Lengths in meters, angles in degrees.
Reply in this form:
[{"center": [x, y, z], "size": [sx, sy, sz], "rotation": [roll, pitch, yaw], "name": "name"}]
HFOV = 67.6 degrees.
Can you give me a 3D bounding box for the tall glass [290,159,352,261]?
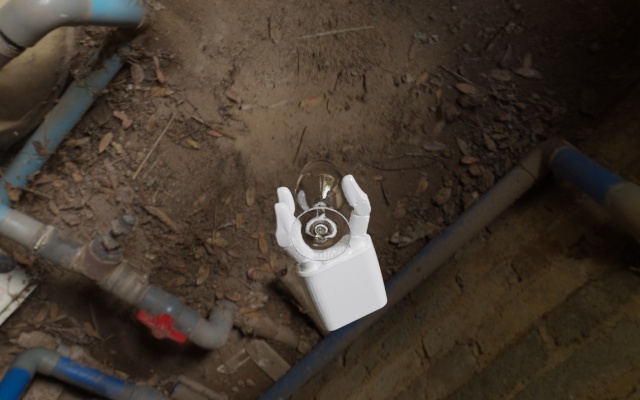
[{"center": [0.000, 0.002, 0.668], "size": [0.079, 0.079, 0.201], "rotation": [0, 24, 0], "name": "tall glass"}]
